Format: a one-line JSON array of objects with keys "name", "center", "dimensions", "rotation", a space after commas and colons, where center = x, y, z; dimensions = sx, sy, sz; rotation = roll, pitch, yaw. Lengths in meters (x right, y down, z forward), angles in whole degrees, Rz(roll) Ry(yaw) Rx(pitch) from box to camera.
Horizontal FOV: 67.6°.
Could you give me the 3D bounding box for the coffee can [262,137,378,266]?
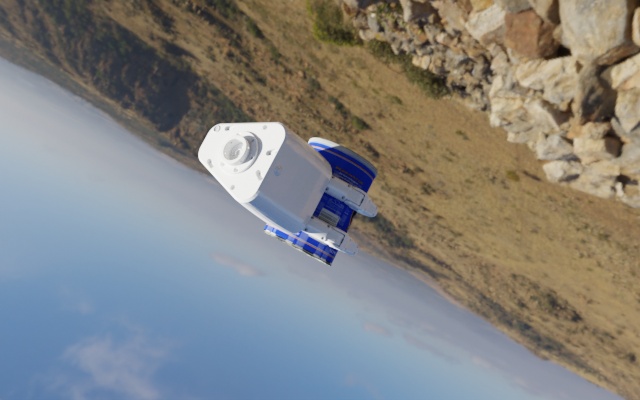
[{"name": "coffee can", "center": [0.000, 0.002, 0.637], "dimensions": [0.103, 0.140, 0.103], "rotation": [27, -7, 4]}]
